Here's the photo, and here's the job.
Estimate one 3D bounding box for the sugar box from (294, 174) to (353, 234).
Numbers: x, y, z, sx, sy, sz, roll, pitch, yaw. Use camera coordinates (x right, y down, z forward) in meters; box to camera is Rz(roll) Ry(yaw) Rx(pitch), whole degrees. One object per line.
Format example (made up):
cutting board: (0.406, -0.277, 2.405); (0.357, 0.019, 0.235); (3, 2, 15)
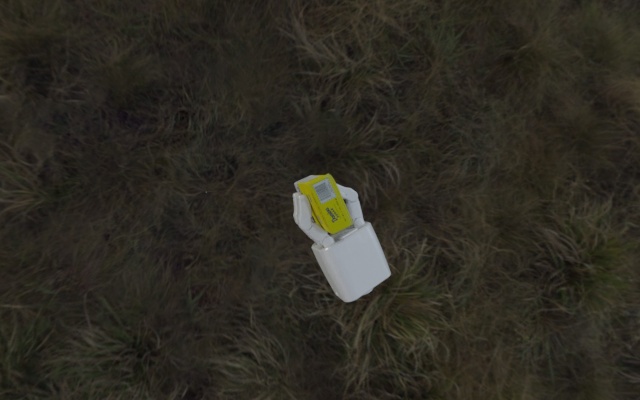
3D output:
sugar box: (0.000, 0.003, 0.847); (0.048, 0.093, 0.176); (-25, 6, -12)
